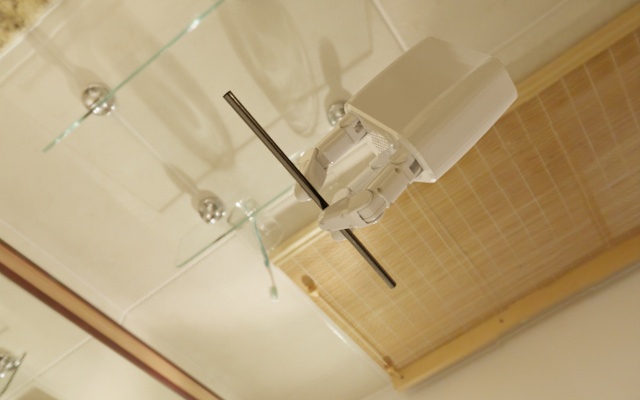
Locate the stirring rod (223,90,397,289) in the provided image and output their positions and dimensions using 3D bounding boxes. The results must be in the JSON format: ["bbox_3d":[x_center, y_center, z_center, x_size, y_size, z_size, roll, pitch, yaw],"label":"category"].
[{"bbox_3d":[0.000,0.001,0.412,0.011,0.011,0.240,0,-43,53],"label":"stirring rod"}]
